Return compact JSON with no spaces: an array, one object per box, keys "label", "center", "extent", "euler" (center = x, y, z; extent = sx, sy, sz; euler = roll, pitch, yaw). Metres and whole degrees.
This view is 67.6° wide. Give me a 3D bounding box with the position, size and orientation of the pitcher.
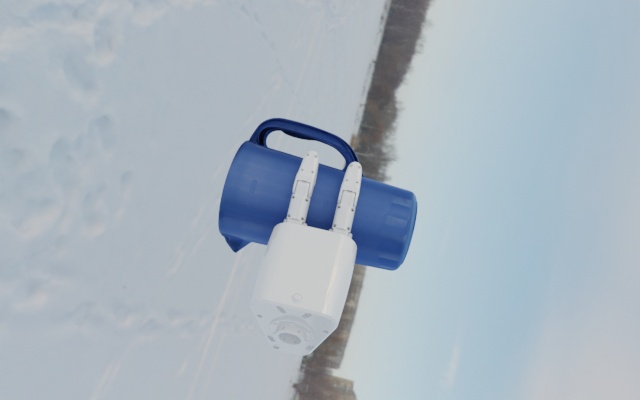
[{"label":"pitcher","center":[0.000,0.002,0.631],"extent":[0.243,0.145,0.149],"euler":[14,-42,3]}]
